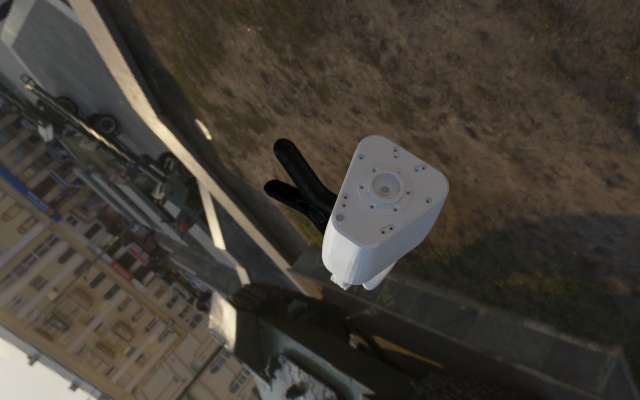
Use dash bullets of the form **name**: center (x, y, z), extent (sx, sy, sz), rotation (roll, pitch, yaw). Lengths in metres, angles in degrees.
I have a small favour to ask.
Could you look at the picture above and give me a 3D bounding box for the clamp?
- **clamp**: center (0.000, 0.002, 0.557), extent (0.171, 0.039, 0.120), rotation (35, -22, 14)
